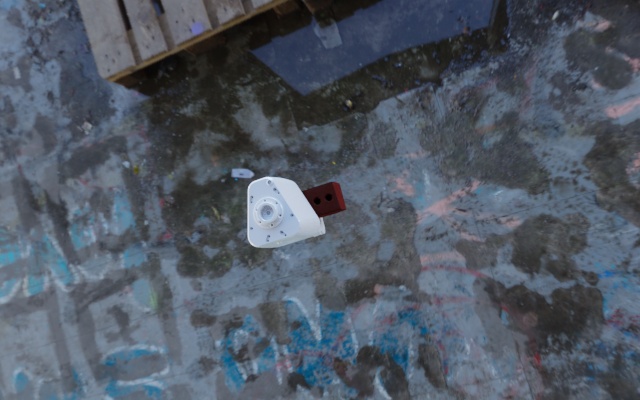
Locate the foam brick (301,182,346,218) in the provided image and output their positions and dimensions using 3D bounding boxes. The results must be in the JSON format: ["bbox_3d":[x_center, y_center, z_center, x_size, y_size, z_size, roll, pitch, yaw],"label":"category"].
[{"bbox_3d":[0.000,0.003,0.862,0.078,0.053,0.051,-18,-8,13],"label":"foam brick"}]
